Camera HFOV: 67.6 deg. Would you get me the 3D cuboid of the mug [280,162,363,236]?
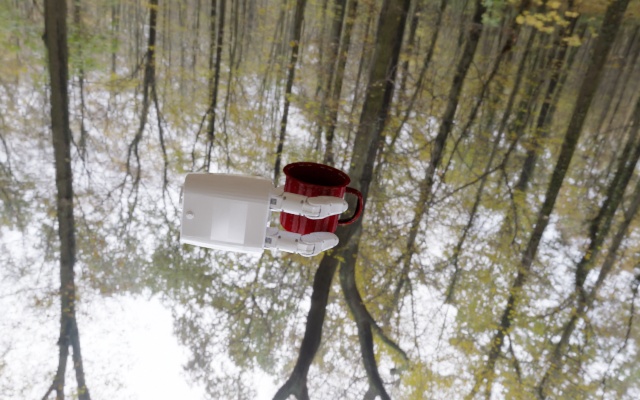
[{"bbox_3d":[0.001,0.003,0.663,0.117,0.081,0.093,9,23,-5],"label":"mug"}]
